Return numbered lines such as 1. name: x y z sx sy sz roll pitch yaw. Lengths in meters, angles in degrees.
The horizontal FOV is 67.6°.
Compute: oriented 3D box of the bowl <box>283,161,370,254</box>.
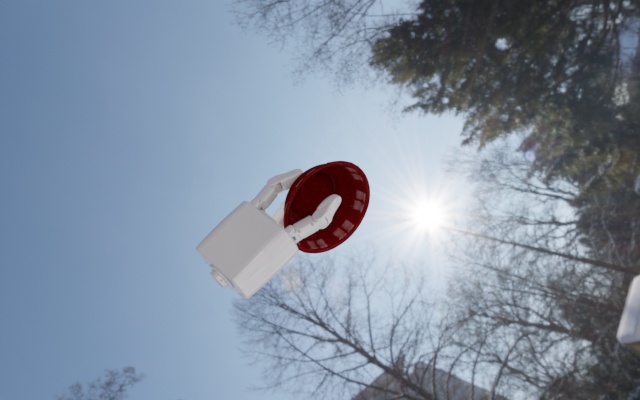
1. bowl: 0.001 0.002 0.766 0.162 0.162 0.055 0 25 -36
